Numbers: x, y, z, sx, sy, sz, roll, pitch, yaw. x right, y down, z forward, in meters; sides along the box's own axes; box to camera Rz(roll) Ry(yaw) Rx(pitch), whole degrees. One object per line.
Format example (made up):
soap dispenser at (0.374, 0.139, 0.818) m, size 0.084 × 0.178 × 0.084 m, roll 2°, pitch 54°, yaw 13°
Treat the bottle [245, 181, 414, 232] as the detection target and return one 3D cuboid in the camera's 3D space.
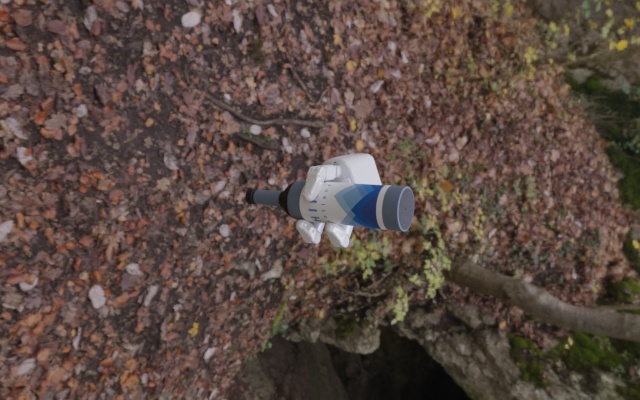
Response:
bottle at (0.000, 0.003, 0.774) m, size 0.295 × 0.069 × 0.069 m, roll 5°, pitch 2°, yaw 31°
